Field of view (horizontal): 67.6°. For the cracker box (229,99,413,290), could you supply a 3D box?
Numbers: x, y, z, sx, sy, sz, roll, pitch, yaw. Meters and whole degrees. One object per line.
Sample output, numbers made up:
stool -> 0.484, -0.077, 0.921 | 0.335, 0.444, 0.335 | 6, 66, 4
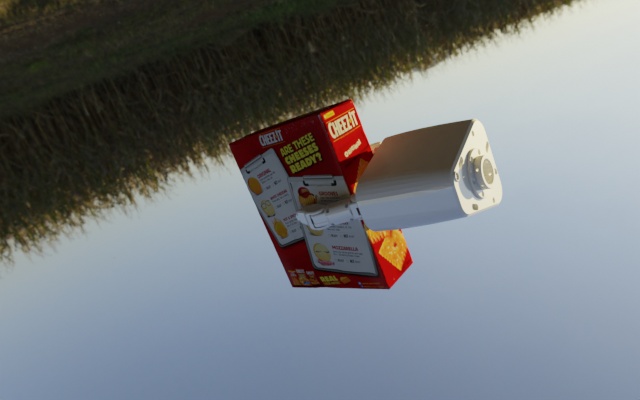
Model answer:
cracker box -> 0.000, 0.002, 0.588 | 0.164, 0.214, 0.072 | -9, 19, 44
